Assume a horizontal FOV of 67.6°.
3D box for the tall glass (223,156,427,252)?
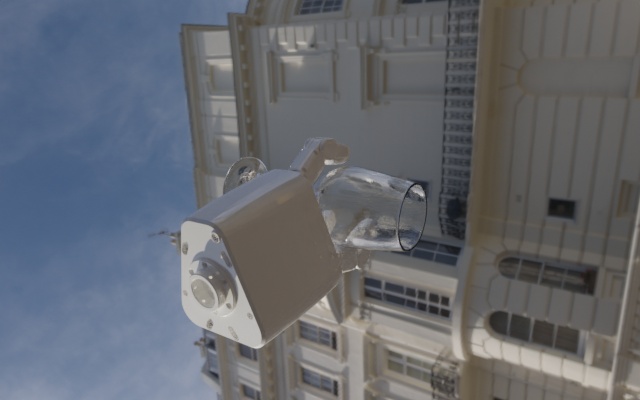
[{"bbox_3d":[0.000,0.001,0.475,0.201,0.079,0.079,9,5,33],"label":"tall glass"}]
